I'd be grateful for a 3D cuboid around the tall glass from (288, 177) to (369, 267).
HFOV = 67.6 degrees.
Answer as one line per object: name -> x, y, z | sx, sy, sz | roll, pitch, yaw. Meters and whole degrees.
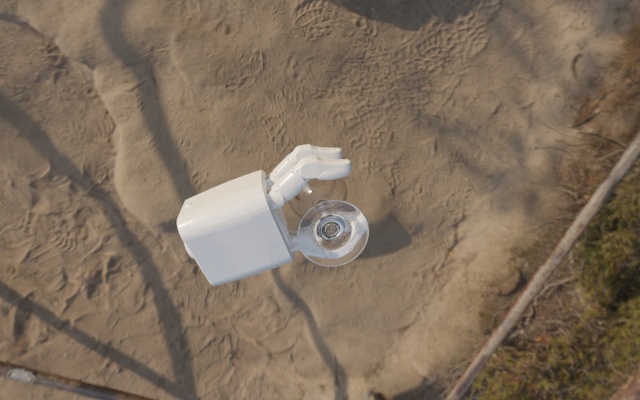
tall glass -> 0.000, 0.002, 0.576 | 0.079, 0.079, 0.201 | 0, 19, -7
